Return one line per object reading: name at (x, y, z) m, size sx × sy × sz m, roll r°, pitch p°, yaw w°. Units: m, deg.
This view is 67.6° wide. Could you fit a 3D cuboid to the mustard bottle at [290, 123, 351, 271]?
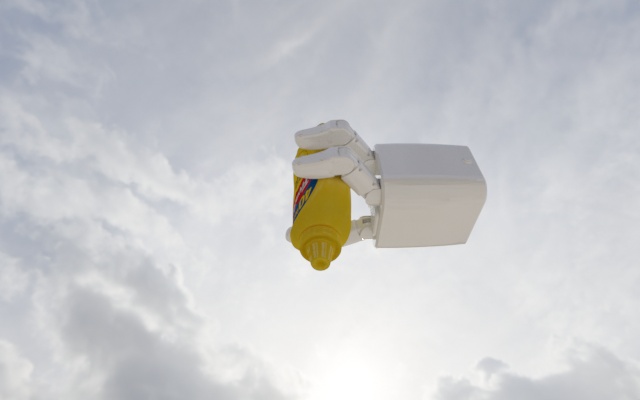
mustard bottle at (0.000, 0.001, 0.512) m, size 0.058 × 0.096 × 0.191 m, roll 19°, pitch 35°, yaw -14°
